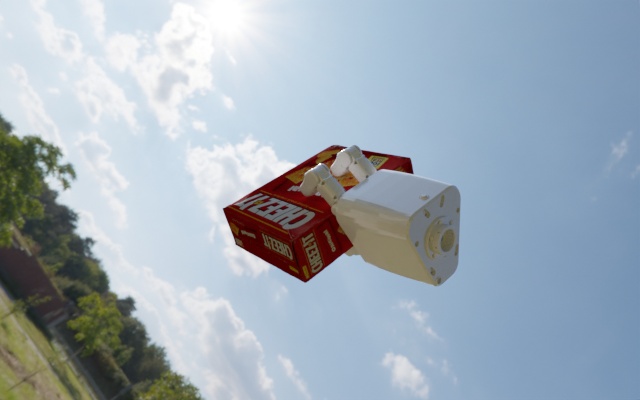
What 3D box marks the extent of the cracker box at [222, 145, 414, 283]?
[{"bbox_3d":[0.000,0.002,0.652,0.213,0.072,0.164,-33,31,-30],"label":"cracker box"}]
